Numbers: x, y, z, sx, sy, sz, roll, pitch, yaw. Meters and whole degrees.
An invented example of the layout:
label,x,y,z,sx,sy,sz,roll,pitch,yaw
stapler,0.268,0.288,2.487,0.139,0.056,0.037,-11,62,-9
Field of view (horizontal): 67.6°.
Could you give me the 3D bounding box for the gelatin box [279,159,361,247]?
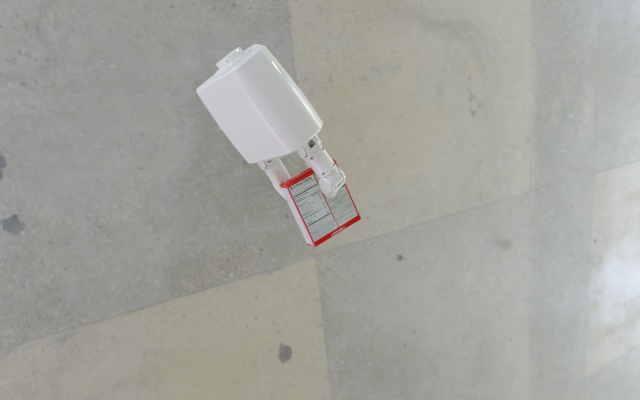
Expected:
label,x,y,z,sx,sy,sz,roll,pitch,yaw
gelatin box,0.000,0.002,0.599,0.073,0.089,0.030,-31,16,-19
